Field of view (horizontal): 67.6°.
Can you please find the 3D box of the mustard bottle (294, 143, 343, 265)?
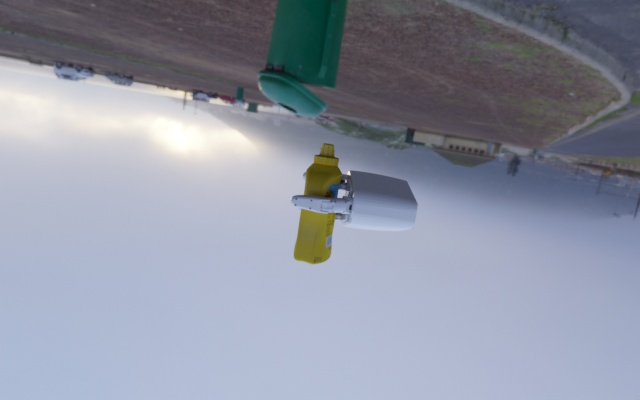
[{"bbox_3d":[0.000,0.003,0.784,0.058,0.191,0.096,12,10,18],"label":"mustard bottle"}]
